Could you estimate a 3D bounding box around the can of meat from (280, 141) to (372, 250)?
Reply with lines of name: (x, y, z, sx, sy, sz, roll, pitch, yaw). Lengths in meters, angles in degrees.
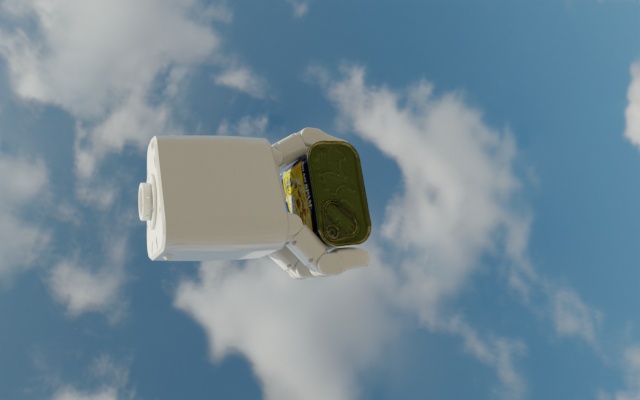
can of meat: (0.000, 0.002, 0.483, 0.057, 0.102, 0.084, -4, -12, -28)
